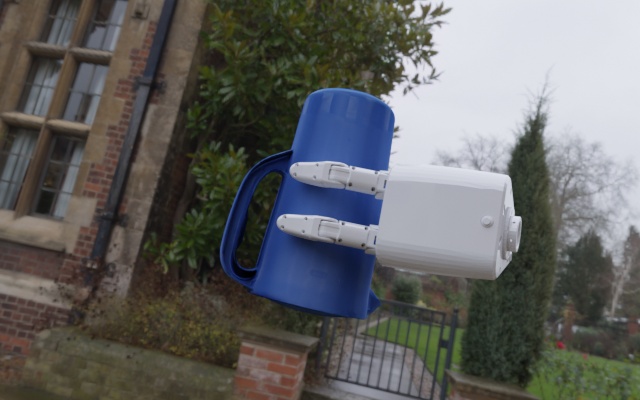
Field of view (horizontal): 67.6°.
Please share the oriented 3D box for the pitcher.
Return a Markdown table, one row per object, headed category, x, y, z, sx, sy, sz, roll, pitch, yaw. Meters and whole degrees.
| category | x | y | z | sx | sy | sz | roll | pitch | yaw |
| --- | --- | --- | --- | --- | --- | --- | --- | --- | --- |
| pitcher | 0.000 | 0.002 | 0.535 | 0.145 | 0.242 | 0.149 | 7 | -12 | 30 |
